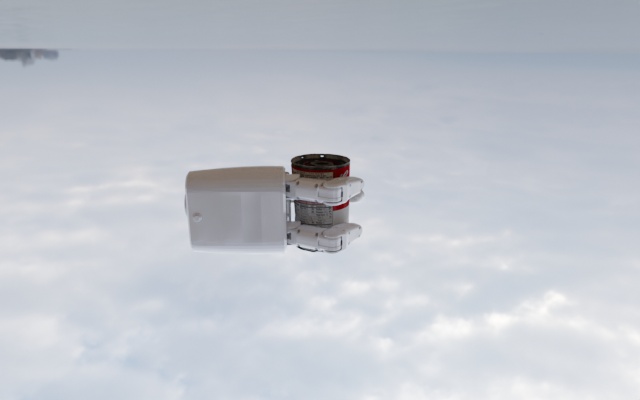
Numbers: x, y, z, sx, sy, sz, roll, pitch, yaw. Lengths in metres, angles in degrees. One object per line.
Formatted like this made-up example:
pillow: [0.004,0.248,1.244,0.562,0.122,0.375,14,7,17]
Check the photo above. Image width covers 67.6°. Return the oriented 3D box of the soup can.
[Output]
soup can: [0.001,0.002,0.557,0.068,0.102,0.068,0,17,0]
